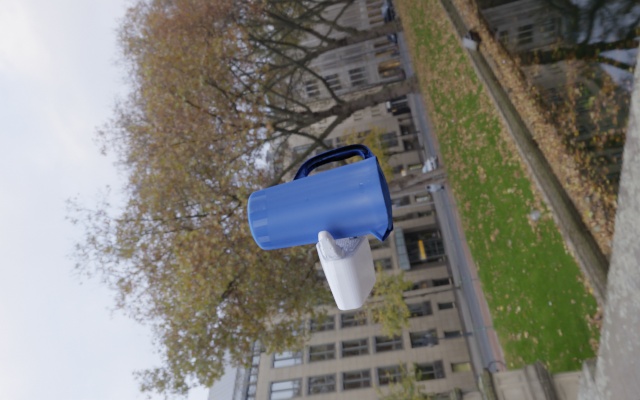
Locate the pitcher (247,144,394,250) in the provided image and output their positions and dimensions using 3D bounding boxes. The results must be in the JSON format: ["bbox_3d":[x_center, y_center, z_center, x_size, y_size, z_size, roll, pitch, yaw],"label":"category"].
[{"bbox_3d":[0.000,0.003,0.844,0.243,0.145,0.149,-12,21,11],"label":"pitcher"}]
